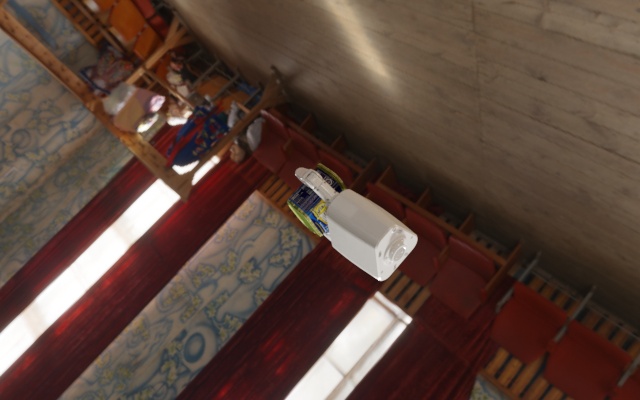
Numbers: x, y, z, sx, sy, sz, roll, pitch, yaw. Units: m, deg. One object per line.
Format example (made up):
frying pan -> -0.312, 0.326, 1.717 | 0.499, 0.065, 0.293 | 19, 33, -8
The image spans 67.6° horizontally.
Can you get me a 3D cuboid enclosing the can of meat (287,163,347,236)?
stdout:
can of meat -> 0.000, 0.003, 0.792 | 0.057, 0.084, 0.102 | 37, -11, 33
